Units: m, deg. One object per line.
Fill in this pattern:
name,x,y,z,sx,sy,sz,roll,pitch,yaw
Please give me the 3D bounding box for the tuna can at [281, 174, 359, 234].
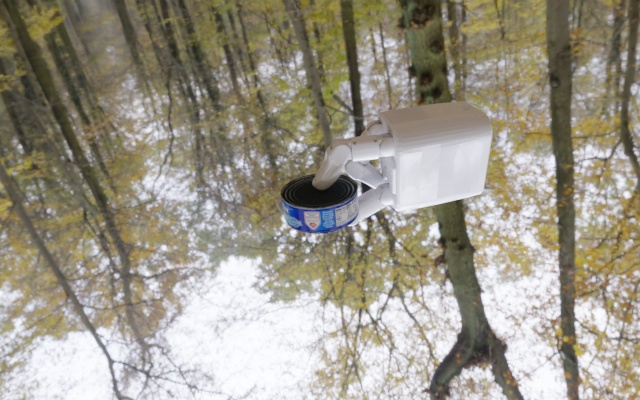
tuna can,0.000,0.002,0.533,0.086,0.034,0.086,-5,27,2
